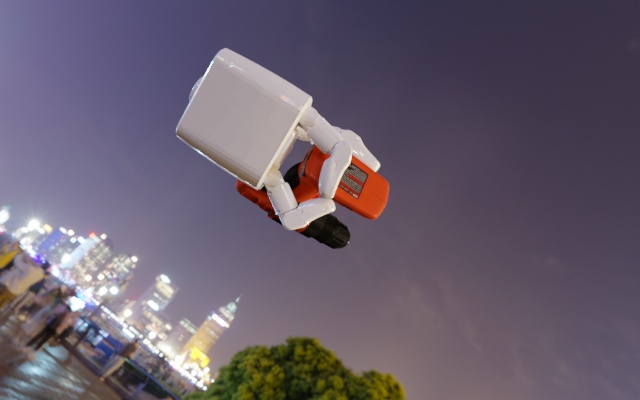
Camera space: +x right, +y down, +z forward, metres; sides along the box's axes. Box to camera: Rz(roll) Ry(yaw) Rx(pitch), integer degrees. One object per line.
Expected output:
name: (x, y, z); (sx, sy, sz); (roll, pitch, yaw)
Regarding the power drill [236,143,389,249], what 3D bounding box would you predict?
power drill: (0.000, 0.002, 0.605); (0.184, 0.057, 0.188); (32, -26, -21)
